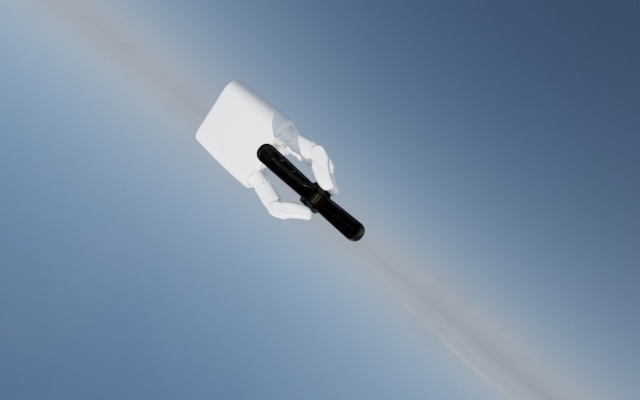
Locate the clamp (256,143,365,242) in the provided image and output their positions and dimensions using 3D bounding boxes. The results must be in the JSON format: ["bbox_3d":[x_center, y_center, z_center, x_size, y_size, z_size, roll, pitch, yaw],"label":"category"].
[{"bbox_3d":[-0.001,0.003,0.655,0.164,0.036,0.210,42,0,12],"label":"clamp"}]
